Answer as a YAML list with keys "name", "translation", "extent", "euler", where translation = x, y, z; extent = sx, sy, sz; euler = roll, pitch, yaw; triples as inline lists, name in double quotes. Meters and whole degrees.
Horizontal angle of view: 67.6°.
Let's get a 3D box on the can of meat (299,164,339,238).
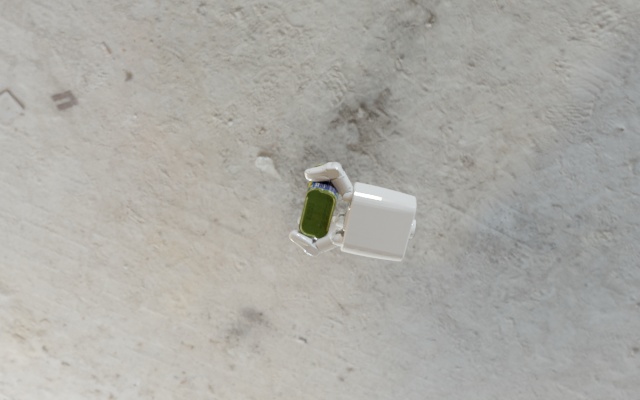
- name: "can of meat"
  translation: [0.000, 0.003, 0.818]
  extent: [0.057, 0.102, 0.084]
  euler: [14, 32, 0]
